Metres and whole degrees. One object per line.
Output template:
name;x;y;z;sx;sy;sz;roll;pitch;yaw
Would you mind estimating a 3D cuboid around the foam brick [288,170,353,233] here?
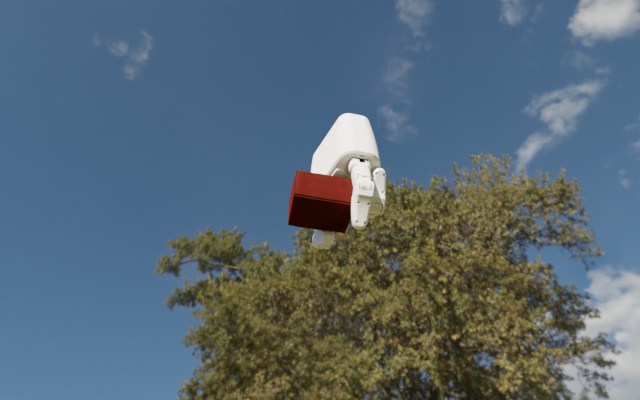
foam brick;0.000;0.002;0.610;0.078;0.053;0.051;9;40;-9
